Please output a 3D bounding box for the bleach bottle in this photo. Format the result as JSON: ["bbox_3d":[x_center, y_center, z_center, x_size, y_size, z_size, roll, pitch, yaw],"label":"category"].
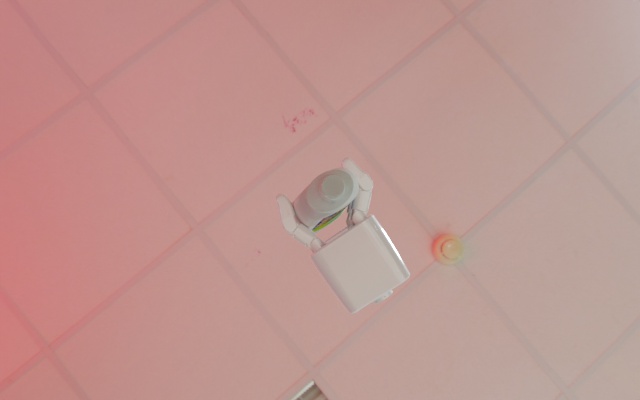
[{"bbox_3d":[0.000,0.002,0.709,0.102,0.068,0.251,-32,-4,-7],"label":"bleach bottle"}]
